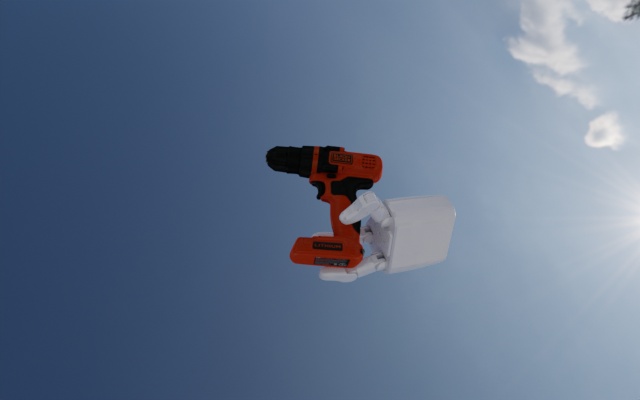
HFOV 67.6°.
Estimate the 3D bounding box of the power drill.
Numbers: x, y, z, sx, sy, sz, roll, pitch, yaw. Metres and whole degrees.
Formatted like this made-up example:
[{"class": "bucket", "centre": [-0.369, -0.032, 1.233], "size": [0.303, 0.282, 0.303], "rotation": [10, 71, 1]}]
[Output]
[{"class": "power drill", "centre": [0.000, 0.003, 0.721], "size": [0.184, 0.187, 0.057], "rotation": [5, -23, 0]}]
